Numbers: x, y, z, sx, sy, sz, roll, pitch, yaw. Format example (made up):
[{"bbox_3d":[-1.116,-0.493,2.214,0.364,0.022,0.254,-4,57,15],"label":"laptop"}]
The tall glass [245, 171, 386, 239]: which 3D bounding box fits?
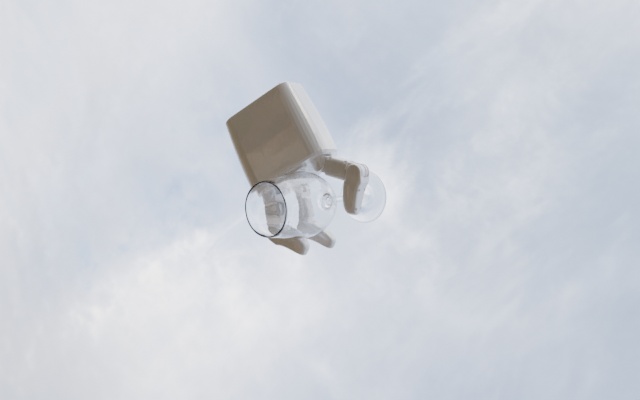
[{"bbox_3d":[0.001,0.002,0.588,0.079,0.079,0.201,0,5,37],"label":"tall glass"}]
